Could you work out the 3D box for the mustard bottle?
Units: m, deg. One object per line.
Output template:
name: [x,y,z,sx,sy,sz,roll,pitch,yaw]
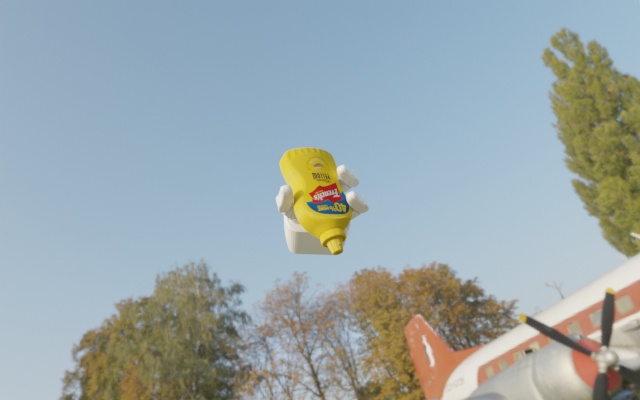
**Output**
mustard bottle: [0.000,0.002,0.787,0.096,0.191,0.058,1,-35,-32]
